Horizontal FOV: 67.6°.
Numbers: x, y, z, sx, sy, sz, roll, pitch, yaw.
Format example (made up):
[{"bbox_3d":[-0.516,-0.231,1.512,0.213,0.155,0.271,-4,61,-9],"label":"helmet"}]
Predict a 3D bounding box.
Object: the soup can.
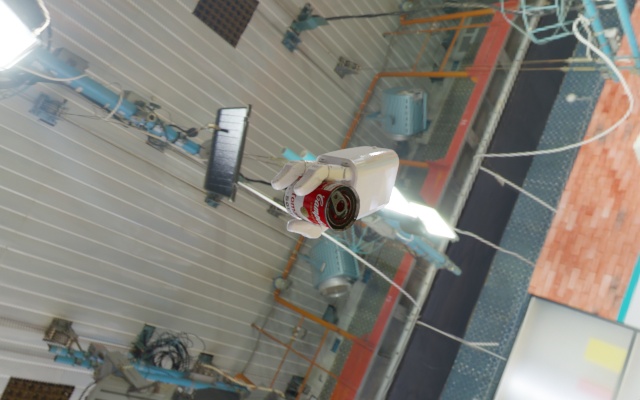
[{"bbox_3d":[0.000,0.003,0.718,0.068,0.068,0.102,0,10,-42],"label":"soup can"}]
